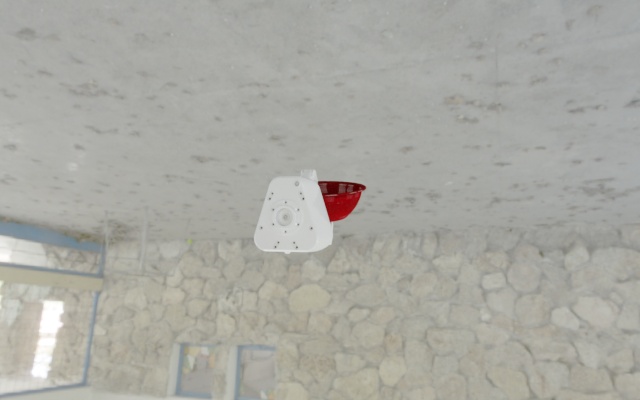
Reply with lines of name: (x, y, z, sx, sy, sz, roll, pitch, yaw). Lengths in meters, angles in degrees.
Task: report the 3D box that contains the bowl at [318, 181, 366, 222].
bowl: (0.001, 0.003, 0.845, 0.162, 0.055, 0.162, -2, 11, 0)
